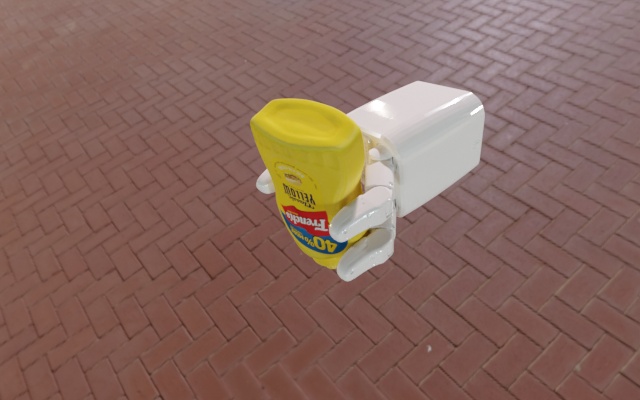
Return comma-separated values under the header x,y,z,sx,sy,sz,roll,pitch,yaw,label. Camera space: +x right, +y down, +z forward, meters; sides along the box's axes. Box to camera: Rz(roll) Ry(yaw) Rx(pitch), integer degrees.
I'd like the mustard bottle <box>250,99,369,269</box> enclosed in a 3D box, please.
x,y,z,sx,sy,sz,roll,pitch,yaw,label
0.000,0.001,0.444,0.096,0.192,0.058,21,55,28,mustard bottle
